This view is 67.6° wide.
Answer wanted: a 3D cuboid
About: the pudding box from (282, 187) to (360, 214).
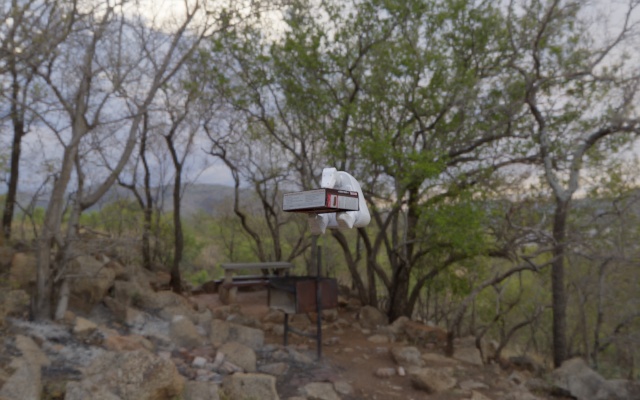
[{"bbox_3d":[0.000,0.003,0.862,0.113,0.039,0.090,-9,-10,44],"label":"pudding box"}]
